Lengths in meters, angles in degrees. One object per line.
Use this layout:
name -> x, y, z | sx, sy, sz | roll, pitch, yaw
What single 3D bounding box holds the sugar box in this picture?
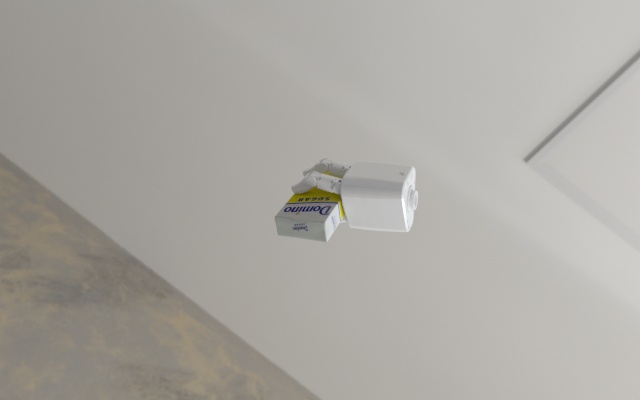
sugar box -> 0.000, 0.002, 0.842 | 0.093, 0.048, 0.176 | 6, 31, 22
